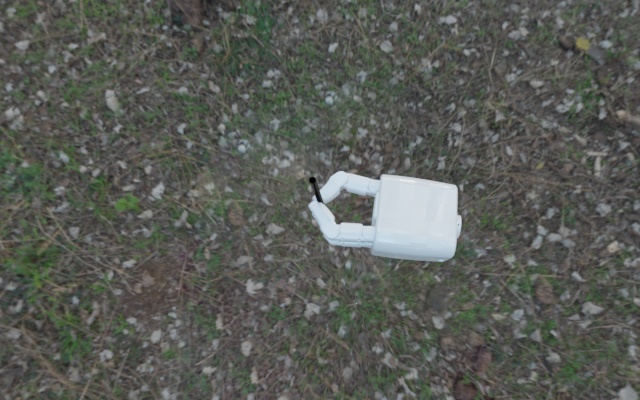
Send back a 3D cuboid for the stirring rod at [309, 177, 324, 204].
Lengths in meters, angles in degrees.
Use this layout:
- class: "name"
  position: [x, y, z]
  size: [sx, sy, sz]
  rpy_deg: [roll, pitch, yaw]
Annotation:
- class: "stirring rod"
  position: [0.000, 0.002, 0.657]
  size: [0.011, 0.011, 0.239]
  rpy_deg: [0, -12, 4]
